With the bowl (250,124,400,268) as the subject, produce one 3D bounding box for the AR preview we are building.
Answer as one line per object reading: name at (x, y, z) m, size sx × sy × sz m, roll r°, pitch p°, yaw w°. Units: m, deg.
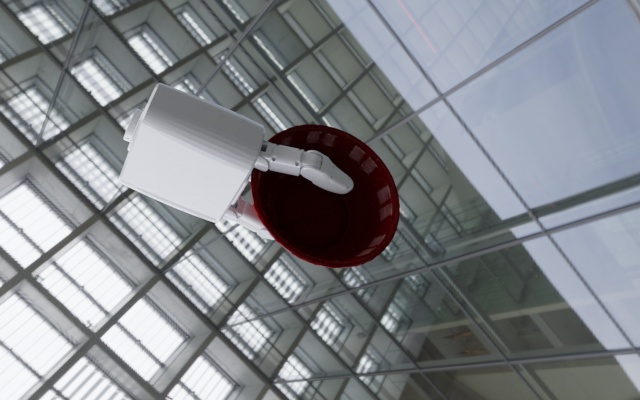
bowl at (0.001, 0.003, 0.503) m, size 0.162 × 0.162 × 0.055 m, roll 0°, pitch -26°, yaw -22°
